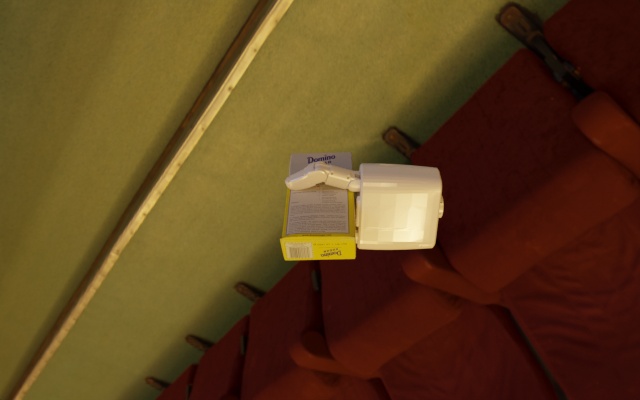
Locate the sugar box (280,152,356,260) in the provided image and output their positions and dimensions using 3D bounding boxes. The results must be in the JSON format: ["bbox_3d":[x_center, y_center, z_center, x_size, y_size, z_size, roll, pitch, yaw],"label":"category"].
[{"bbox_3d":[0.000,0.003,0.652,0.093,0.048,0.176,-1,40,4],"label":"sugar box"}]
